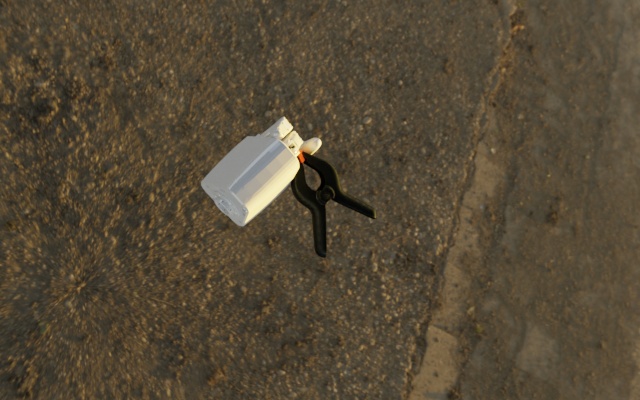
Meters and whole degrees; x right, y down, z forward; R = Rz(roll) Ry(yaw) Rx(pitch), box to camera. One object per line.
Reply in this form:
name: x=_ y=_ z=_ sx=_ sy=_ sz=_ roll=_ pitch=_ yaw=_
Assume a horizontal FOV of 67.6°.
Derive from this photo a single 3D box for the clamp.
clamp: x=0.000 y=0.002 z=0.755 sx=0.120 sy=0.171 sz=0.039 roll=-46 pitch=12 yaw=-20
